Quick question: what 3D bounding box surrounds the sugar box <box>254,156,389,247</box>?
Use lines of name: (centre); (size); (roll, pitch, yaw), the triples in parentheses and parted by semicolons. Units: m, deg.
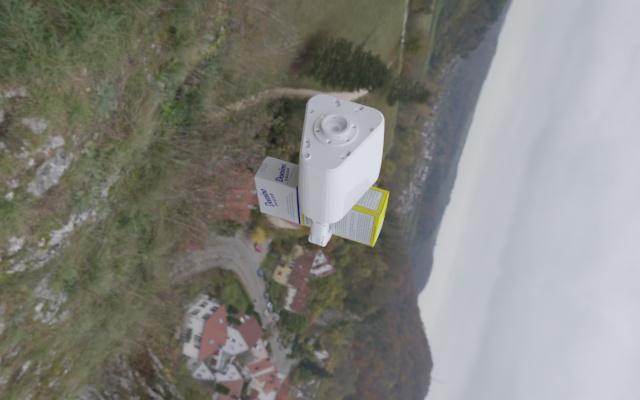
sugar box: (0.000, 0.002, 0.659); (0.176, 0.048, 0.093); (19, -32, 12)
